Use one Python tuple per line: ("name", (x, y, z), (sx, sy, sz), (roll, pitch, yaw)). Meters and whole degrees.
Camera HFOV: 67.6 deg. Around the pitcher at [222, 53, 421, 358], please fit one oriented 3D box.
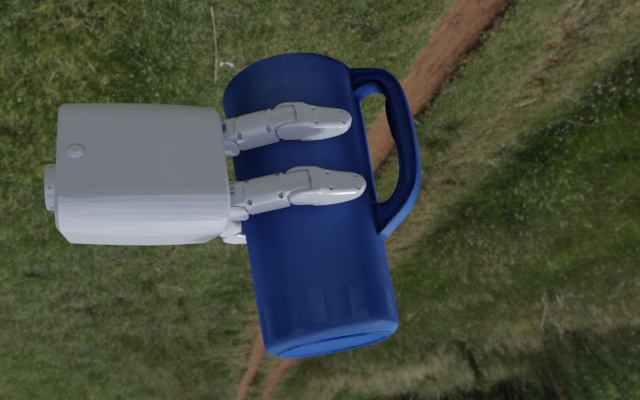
("pitcher", (0.000, 0.001, 0.416), (0.145, 0.242, 0.149), (0, -25, -24))
